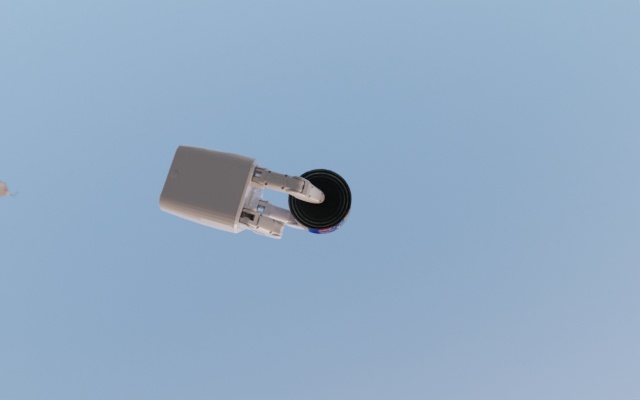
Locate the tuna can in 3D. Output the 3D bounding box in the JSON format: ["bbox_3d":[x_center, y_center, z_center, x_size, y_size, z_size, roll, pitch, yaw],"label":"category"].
[{"bbox_3d":[0.000,0.002,0.655,0.086,0.086,0.034,0,-16,4],"label":"tuna can"}]
